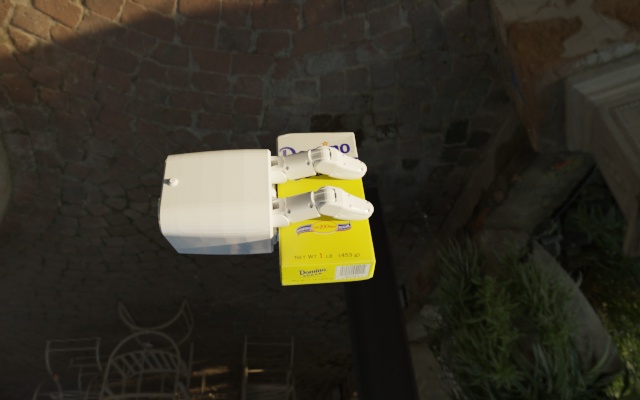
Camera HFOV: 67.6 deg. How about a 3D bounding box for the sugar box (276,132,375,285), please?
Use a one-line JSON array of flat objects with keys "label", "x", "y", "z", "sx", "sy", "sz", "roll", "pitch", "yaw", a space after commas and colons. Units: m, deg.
[{"label": "sugar box", "x": 0.000, "y": 0.001, "z": 0.514, "sx": 0.093, "sy": 0.176, "sz": 0.048, "roll": -3, "pitch": -35, "yaw": -5}]
